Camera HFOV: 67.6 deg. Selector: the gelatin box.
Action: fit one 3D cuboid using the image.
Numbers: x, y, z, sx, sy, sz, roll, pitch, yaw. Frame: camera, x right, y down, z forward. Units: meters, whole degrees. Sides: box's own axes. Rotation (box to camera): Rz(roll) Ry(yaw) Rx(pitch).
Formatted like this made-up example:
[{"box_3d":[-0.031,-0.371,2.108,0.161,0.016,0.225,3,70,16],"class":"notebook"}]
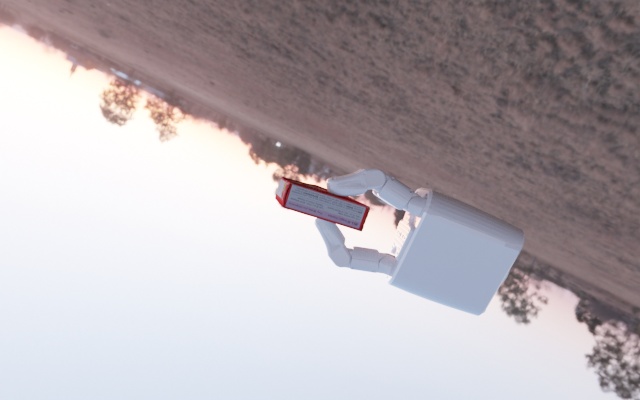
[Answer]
[{"box_3d":[0.000,0.002,0.511,0.089,0.030,0.073,16,4,-13],"class":"gelatin box"}]
